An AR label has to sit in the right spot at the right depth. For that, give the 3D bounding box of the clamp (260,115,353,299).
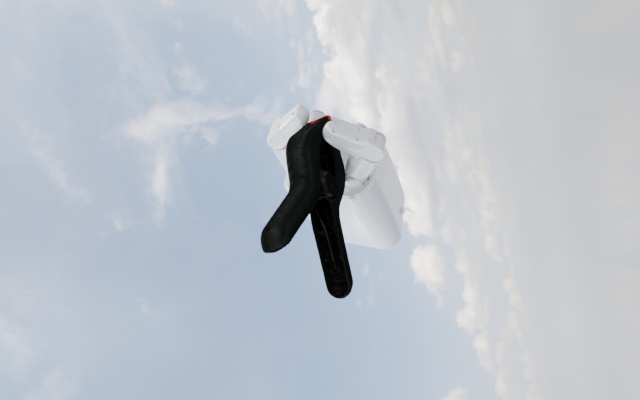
[{"bbox_3d":[-0.001,0.001,0.434,0.039,0.171,0.120,-8,-41,25],"label":"clamp"}]
